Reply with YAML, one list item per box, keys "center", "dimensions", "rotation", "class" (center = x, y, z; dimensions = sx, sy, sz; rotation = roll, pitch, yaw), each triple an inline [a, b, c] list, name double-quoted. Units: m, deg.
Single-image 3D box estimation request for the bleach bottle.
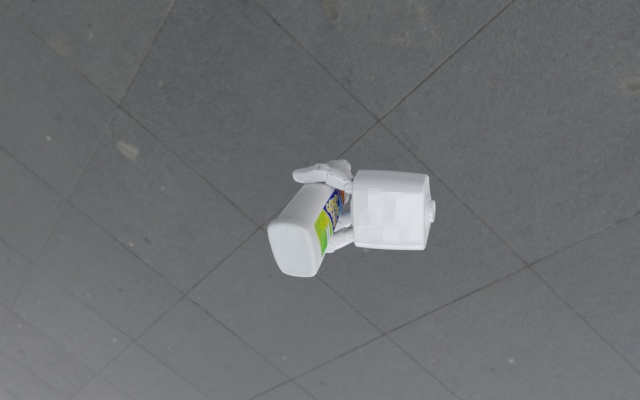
- center: [0.000, 0.003, 0.759]
  dimensions: [0.068, 0.103, 0.250]
  rotation: [3, 36, 20]
  class: "bleach bottle"
